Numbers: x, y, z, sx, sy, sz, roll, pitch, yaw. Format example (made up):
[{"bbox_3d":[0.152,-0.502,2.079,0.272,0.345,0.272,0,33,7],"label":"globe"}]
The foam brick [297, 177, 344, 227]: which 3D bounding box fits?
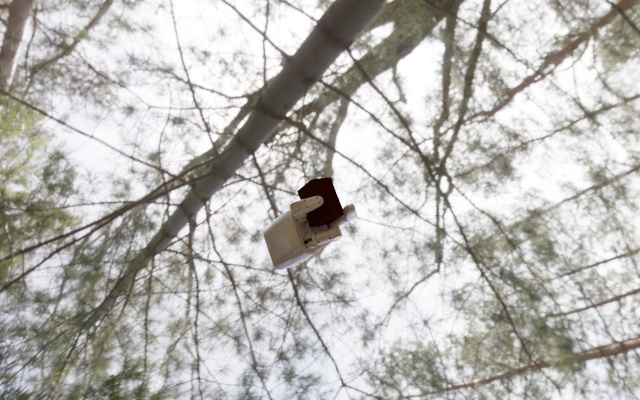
[{"bbox_3d":[0.000,0.003,0.895,0.053,0.078,0.051,-5,-21,-42],"label":"foam brick"}]
